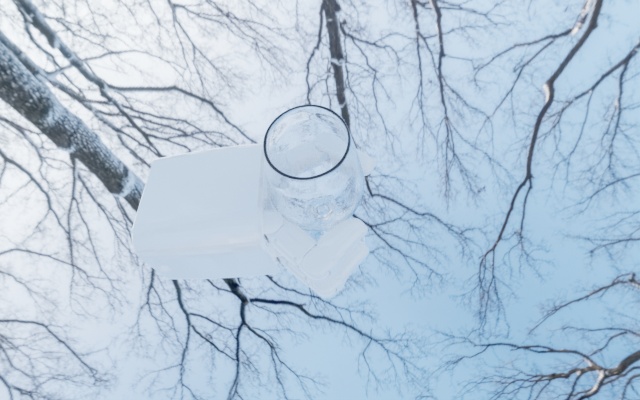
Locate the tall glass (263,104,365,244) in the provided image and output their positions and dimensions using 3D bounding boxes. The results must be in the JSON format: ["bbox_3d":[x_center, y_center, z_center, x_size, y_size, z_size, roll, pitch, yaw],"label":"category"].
[{"bbox_3d":[0.000,0.002,0.420,0.079,0.079,0.201,0,-26,6],"label":"tall glass"}]
